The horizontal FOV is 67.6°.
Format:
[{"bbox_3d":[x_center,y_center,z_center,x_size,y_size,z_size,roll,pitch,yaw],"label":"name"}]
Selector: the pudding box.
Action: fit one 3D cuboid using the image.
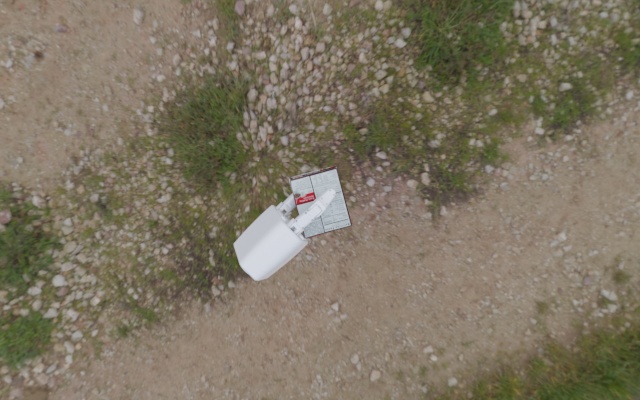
[{"bbox_3d":[0.000,0.003,0.854,0.090,0.113,0.039,-15,9,-1],"label":"pudding box"}]
